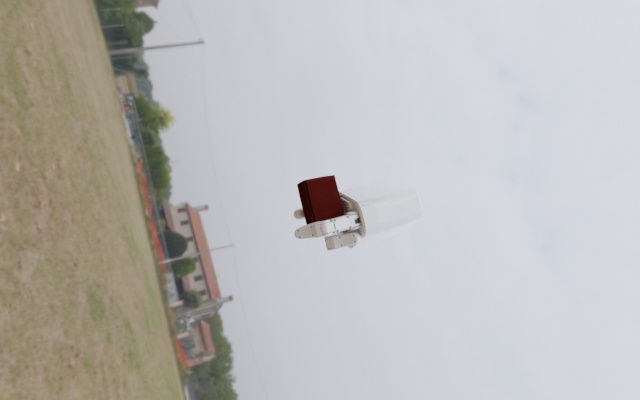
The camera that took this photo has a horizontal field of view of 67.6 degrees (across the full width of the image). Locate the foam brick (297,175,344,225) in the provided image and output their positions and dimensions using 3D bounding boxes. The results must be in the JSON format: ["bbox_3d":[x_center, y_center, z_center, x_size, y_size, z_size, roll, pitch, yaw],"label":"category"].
[{"bbox_3d":[0.000,0.002,0.760,0.051,0.078,0.053,-14,1,-16],"label":"foam brick"}]
